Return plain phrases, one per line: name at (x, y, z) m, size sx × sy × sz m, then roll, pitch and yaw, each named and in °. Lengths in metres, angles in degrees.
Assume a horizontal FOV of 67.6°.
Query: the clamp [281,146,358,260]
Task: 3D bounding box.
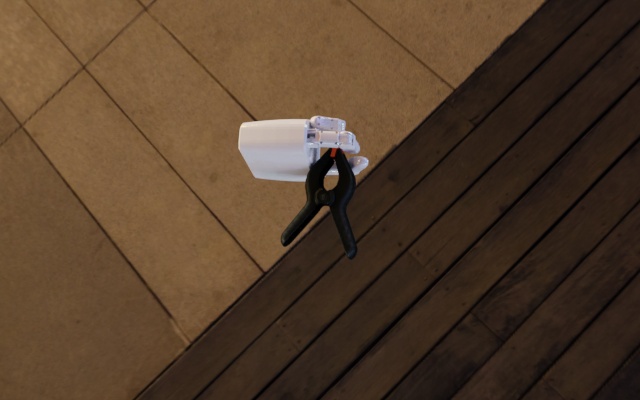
clamp at (0.000, 0.002, 0.725) m, size 0.120 × 0.171 × 0.039 m, roll 1°, pitch -12°, yaw 12°
